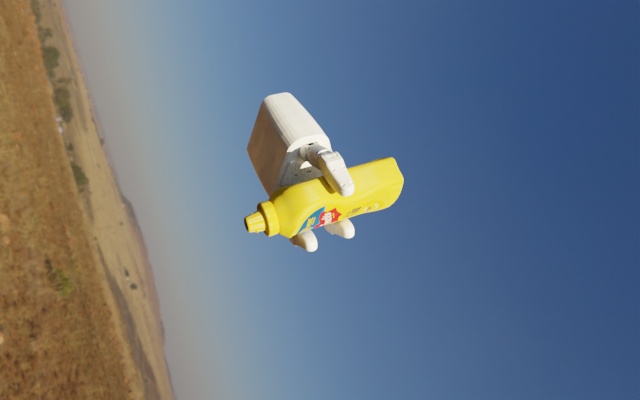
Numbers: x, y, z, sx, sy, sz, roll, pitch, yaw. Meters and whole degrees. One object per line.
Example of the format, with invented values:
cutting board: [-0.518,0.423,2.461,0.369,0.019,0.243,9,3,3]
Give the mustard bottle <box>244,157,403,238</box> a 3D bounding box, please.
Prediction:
mustard bottle: [0.000,0.002,0.580,0.191,0.058,0.096,-16,-15,-21]
